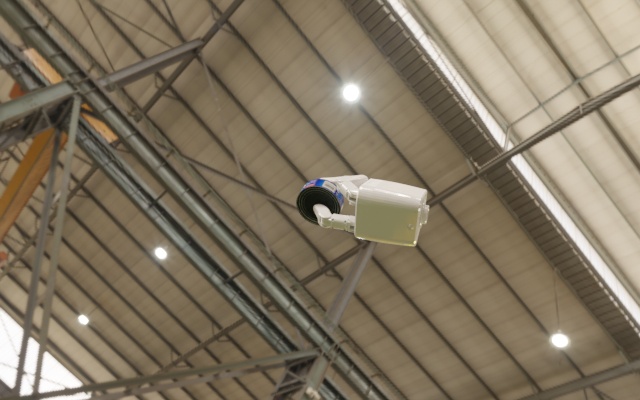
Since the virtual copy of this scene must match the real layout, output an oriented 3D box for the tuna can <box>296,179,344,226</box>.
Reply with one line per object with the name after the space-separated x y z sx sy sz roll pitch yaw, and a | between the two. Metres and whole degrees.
0.000 0.003 0.896 0.086 0.086 0.033 0 31 19 | tuna can
